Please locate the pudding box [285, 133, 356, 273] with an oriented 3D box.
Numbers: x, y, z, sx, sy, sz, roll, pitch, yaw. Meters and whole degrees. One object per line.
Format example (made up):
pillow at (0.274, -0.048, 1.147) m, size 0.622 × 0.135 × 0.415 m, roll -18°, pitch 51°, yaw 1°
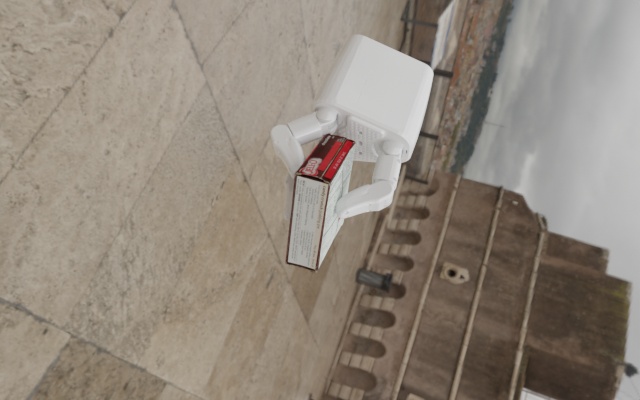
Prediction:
pudding box at (0.000, 0.002, 0.483) m, size 0.039 × 0.114 × 0.090 m, roll 15°, pitch 35°, yaw 13°
